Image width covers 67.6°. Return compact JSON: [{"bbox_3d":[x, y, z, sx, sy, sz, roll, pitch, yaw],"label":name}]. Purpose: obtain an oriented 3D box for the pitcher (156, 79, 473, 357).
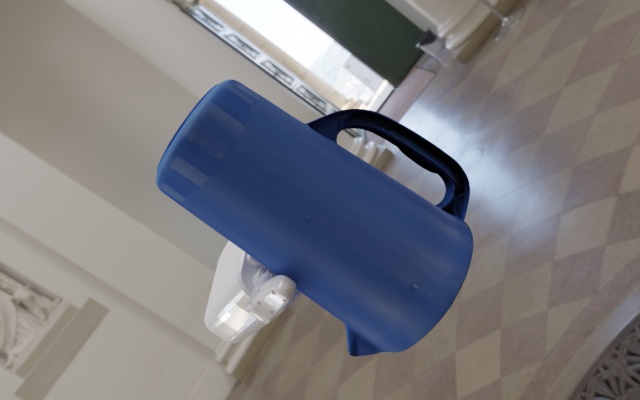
[{"bbox_3d":[0.000,0.001,0.402,0.243,0.149,0.145,34,-46,-9],"label":"pitcher"}]
